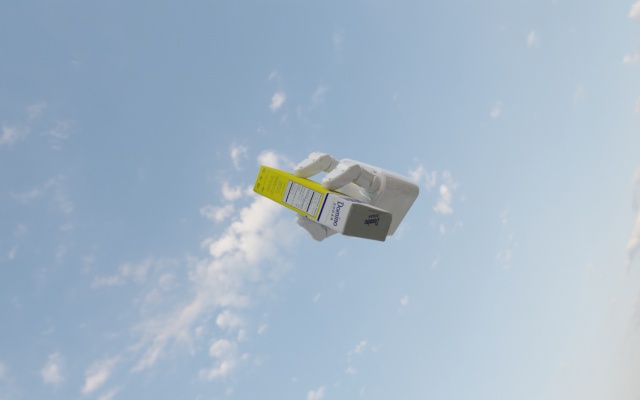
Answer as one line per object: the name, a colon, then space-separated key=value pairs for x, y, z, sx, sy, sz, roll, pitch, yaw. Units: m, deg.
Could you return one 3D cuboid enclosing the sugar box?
sugar box: x=0.000 y=0.002 z=0.635 sx=0.176 sy=0.048 sz=0.093 roll=20 pitch=4 yaw=41
